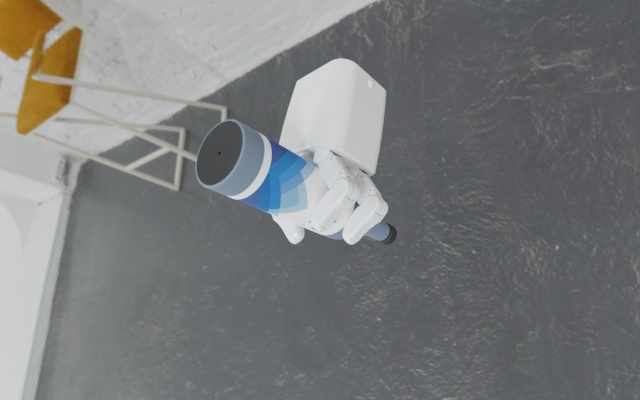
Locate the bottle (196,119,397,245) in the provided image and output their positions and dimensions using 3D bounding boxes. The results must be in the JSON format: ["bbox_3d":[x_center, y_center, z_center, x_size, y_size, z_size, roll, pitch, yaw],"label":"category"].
[{"bbox_3d":[0.000,0.002,0.533,0.069,0.069,0.296,0,-18,40],"label":"bottle"}]
